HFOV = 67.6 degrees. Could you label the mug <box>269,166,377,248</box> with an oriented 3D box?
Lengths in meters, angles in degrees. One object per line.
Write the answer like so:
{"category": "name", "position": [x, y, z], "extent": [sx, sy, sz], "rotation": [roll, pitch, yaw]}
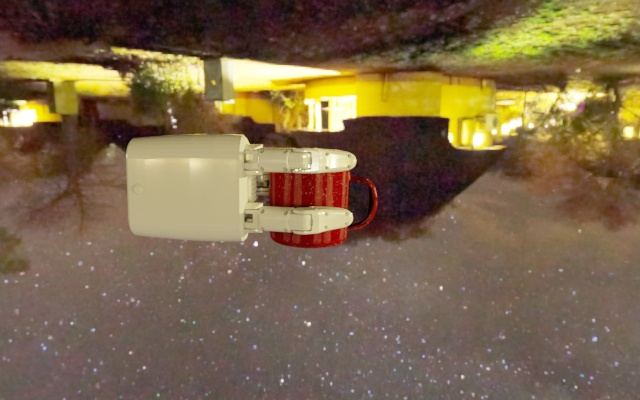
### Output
{"category": "mug", "position": [0.002, 0.002, 0.496], "extent": [0.117, 0.081, 0.093], "rotation": [2, 9, 1]}
